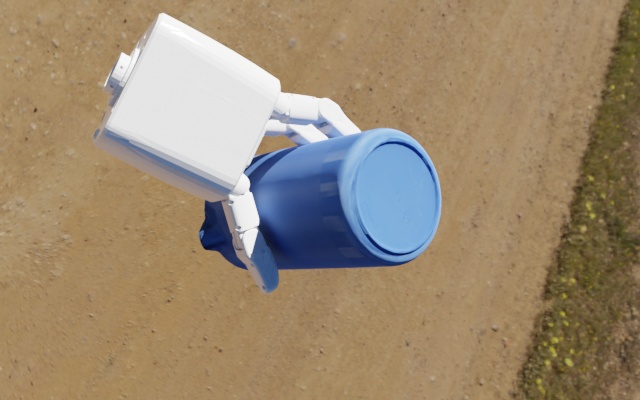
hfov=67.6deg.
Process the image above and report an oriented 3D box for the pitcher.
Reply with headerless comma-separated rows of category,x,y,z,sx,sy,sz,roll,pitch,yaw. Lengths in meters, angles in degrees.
pitcher,0.000,0.002,0.467,0.145,0.149,0.243,29,-20,-29
